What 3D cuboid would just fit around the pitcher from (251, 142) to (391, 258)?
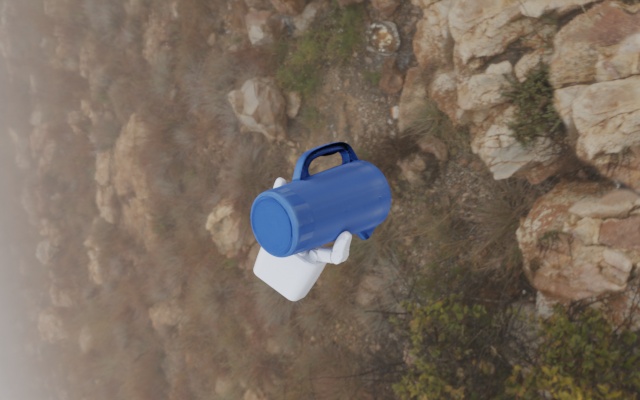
[{"bbox_3d":[0.000,0.003,0.817,0.149,0.145,0.243,44,37,24],"label":"pitcher"}]
